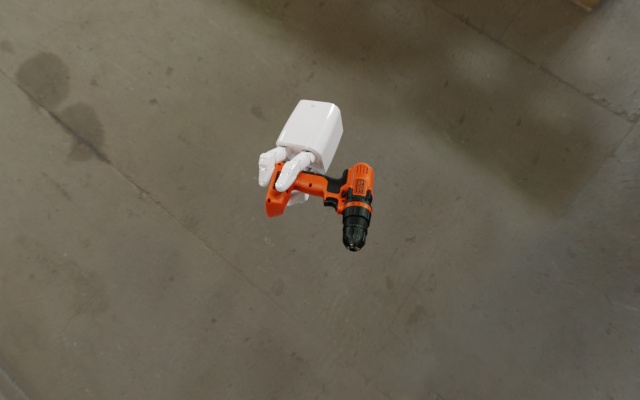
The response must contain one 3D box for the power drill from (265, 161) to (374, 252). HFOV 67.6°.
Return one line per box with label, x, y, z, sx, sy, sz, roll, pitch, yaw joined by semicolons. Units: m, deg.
power drill;0.000;0.002;0.856;0.187;0.184;0.057;8;-39;3
